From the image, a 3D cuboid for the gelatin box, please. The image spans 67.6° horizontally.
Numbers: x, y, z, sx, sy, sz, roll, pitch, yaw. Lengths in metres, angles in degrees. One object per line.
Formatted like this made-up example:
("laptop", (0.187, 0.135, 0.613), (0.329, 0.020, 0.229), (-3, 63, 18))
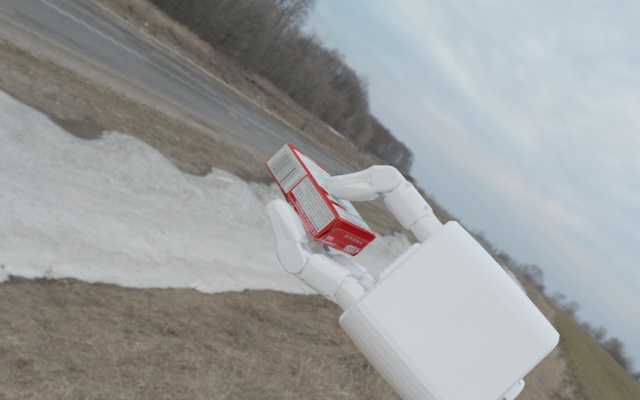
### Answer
("gelatin box", (0.000, 0.001, 0.404), (0.030, 0.089, 0.073), (-41, -29, 12))
